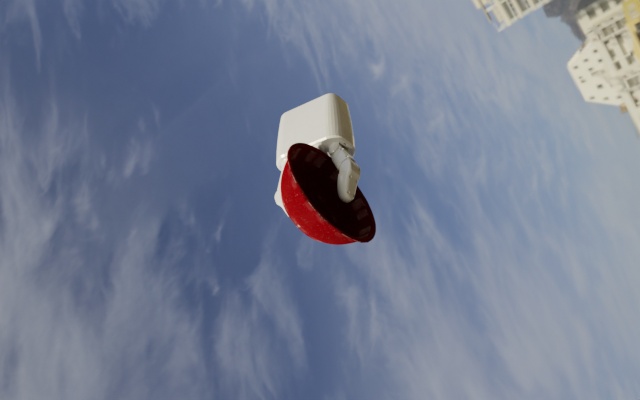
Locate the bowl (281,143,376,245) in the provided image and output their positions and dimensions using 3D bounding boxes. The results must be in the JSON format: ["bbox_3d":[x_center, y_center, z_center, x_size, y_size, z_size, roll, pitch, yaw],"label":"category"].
[{"bbox_3d":[0.000,0.003,0.632,0.055,0.162,0.162,-40,-19,24],"label":"bowl"}]
